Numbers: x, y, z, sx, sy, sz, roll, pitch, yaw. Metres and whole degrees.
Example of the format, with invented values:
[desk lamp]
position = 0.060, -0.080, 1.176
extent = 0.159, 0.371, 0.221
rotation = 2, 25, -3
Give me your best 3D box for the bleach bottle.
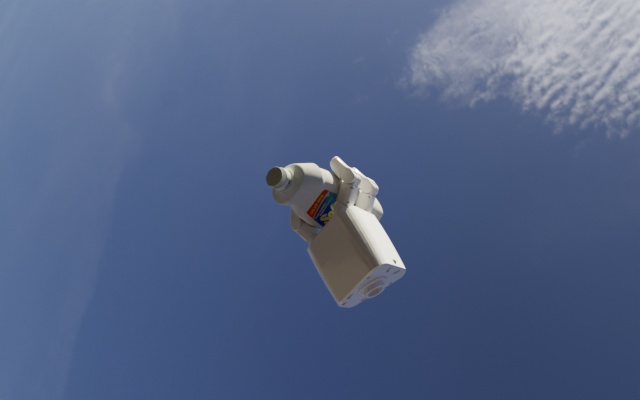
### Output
[bleach bottle]
position = 0.000, 0.002, 0.752
extent = 0.102, 0.068, 0.251
rotation = -42, -33, 18
